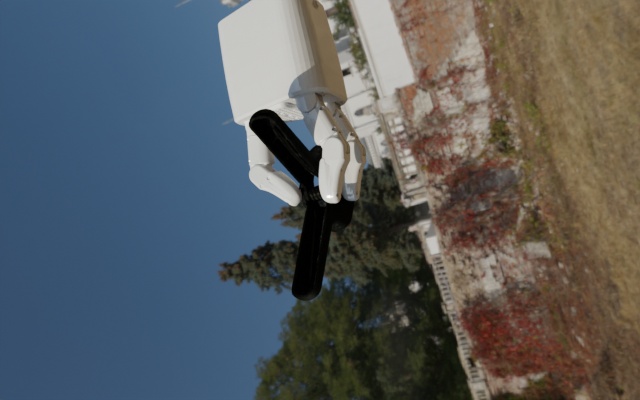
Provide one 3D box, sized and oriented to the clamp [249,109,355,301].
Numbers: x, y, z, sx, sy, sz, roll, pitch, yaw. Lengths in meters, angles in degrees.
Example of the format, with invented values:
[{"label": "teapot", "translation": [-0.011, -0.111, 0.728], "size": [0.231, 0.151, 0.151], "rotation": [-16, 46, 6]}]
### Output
[{"label": "clamp", "translation": [-0.001, 0.001, 0.481], "size": [0.036, 0.164, 0.210], "rotation": [-11, -2, 21]}]
